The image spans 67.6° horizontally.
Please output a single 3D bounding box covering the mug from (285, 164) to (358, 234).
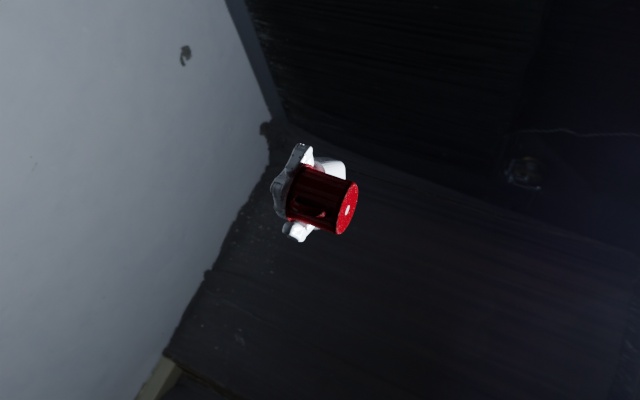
[{"bbox_3d":[0.000,0.002,0.701,0.081,0.093,0.117,19,15,19],"label":"mug"}]
